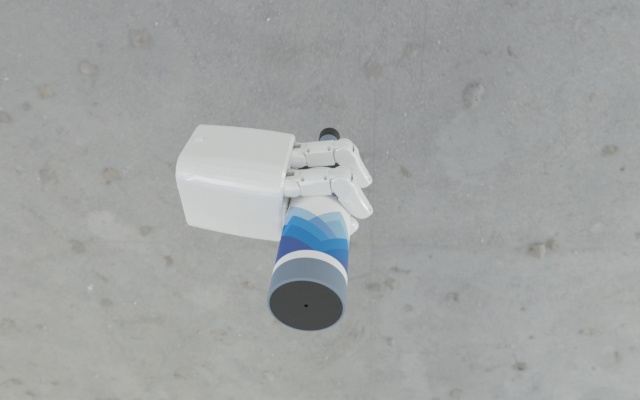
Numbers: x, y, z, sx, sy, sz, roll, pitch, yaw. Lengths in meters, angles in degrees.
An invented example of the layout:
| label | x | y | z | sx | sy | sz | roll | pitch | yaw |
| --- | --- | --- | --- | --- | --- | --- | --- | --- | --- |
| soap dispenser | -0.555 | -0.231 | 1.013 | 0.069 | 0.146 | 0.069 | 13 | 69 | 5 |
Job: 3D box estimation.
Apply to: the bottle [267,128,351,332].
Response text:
| label | x | y | z | sx | sy | sz | roll | pitch | yaw |
| --- | --- | --- | --- | --- | --- | --- | --- | --- | --- |
| bottle | 0.000 | 0.002 | 0.515 | 0.069 | 0.069 | 0.295 | 0 | 36 | 6 |
